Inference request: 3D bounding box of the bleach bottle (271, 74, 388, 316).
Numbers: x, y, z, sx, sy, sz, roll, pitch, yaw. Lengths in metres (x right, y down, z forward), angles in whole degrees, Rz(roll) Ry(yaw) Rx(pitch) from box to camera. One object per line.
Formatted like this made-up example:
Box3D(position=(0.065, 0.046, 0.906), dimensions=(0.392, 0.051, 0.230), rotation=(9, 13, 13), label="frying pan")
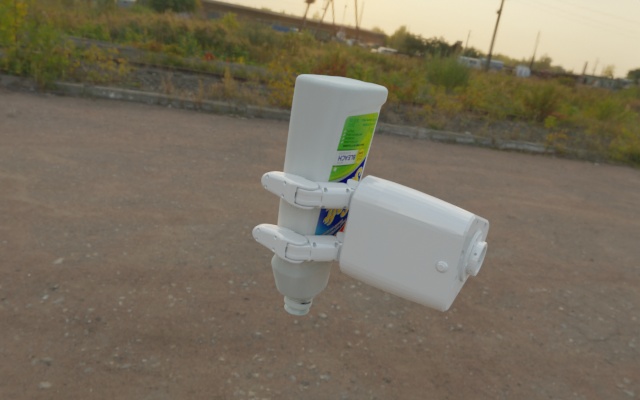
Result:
Box3D(position=(0.000, 0.002, 0.498), dimensions=(0.068, 0.251, 0.102), rotation=(21, 21, 29), label="bleach bottle")
